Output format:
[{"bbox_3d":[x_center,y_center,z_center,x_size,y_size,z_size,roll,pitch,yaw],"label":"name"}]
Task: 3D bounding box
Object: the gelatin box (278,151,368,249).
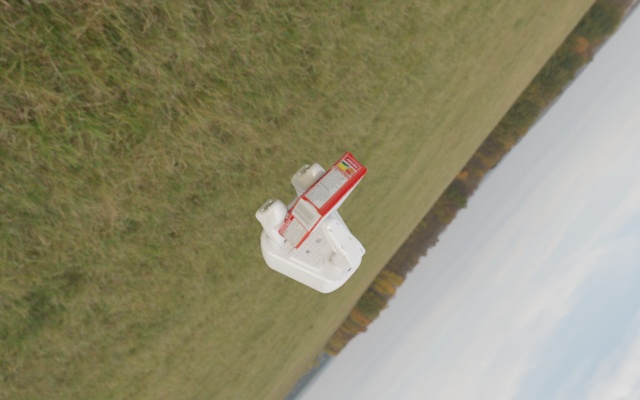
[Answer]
[{"bbox_3d":[0.001,0.002,0.468,0.073,0.030,0.089,-44,-5,-31],"label":"gelatin box"}]
